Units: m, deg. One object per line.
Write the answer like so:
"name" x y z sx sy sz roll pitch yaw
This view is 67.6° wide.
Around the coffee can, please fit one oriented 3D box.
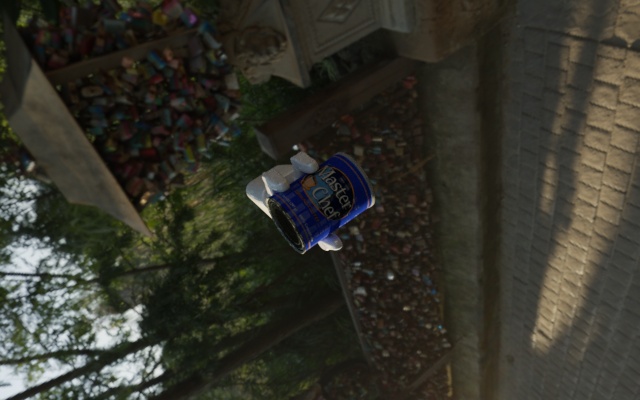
"coffee can" 0.000 0.002 0.751 0.140 0.103 0.103 -34 11 -18
